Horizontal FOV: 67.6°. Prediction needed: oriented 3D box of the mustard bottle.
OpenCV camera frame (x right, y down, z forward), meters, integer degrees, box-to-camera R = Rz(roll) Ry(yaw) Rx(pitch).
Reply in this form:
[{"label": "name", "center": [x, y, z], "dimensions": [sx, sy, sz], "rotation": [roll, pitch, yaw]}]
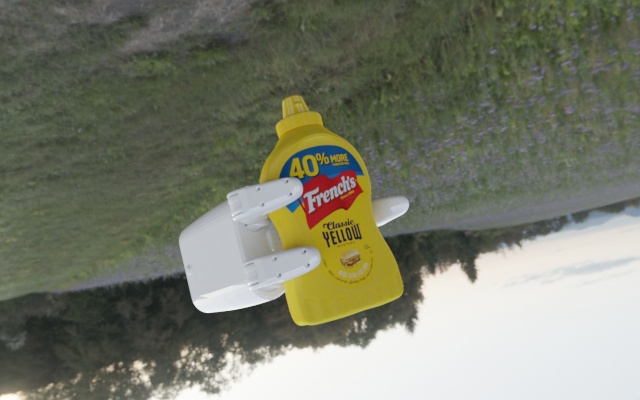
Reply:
[{"label": "mustard bottle", "center": [0.000, 0.001, 0.408], "dimensions": [0.096, 0.191, 0.058], "rotation": [-12, -10, -23]}]
